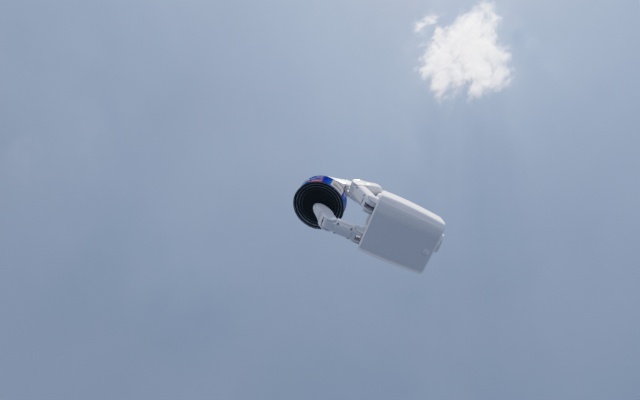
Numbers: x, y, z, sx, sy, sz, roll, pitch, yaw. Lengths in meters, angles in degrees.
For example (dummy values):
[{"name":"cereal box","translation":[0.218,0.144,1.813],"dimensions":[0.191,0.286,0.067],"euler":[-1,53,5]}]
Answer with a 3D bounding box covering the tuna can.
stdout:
[{"name":"tuna can","translation":[0.000,0.002,0.791],"dimensions":[0.086,0.086,0.033],"euler":[0,24,15]}]
